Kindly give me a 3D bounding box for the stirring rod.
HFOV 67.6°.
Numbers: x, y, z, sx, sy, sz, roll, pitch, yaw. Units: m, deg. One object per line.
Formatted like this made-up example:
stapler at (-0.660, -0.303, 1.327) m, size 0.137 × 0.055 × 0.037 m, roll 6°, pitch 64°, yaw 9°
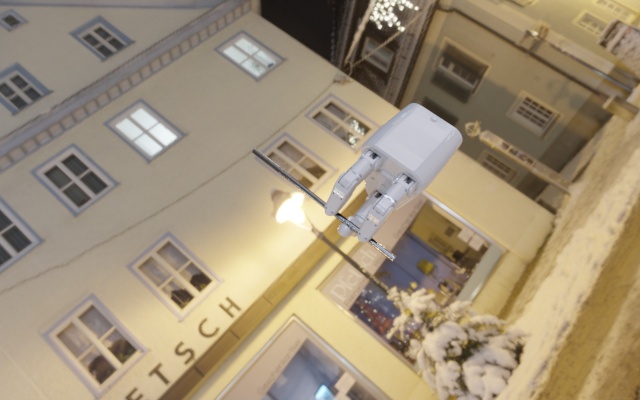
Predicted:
stirring rod at (0.000, 0.002, 0.622) m, size 0.239 × 0.011 × 0.011 m, roll 38°, pitch 12°, yaw 16°
